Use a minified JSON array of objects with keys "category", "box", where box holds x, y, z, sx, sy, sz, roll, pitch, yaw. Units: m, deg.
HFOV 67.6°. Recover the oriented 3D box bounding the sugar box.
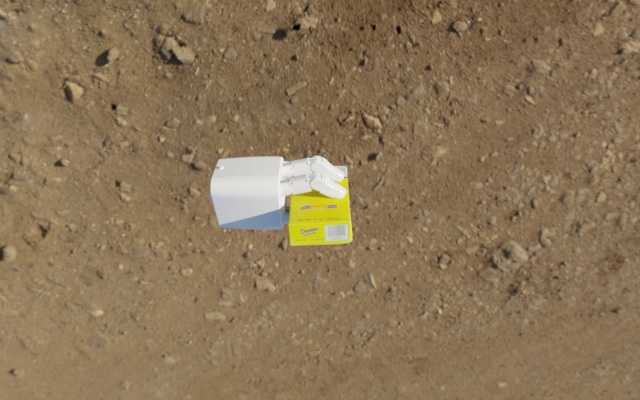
[{"category":"sugar box","box":[0.000,0.002,0.763,0.093,0.048,0.176,-2,34,1]}]
